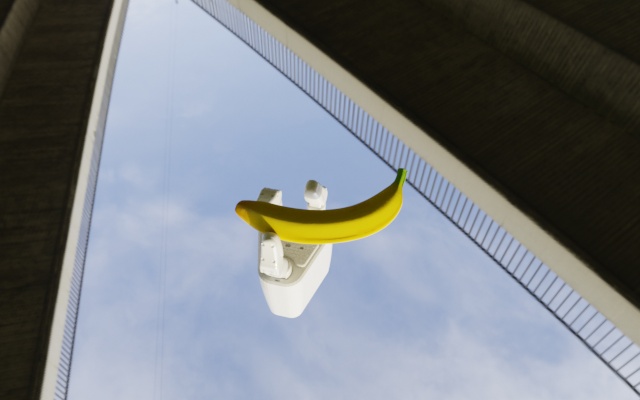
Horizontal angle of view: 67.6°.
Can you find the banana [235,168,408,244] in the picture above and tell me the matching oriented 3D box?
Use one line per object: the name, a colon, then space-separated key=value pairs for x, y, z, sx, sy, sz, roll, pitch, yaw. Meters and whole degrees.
banana: x=0.007 y=0.016 z=0.525 sx=0.198 sy=0.069 sz=0.037 roll=-11 pitch=-33 yaw=-5
